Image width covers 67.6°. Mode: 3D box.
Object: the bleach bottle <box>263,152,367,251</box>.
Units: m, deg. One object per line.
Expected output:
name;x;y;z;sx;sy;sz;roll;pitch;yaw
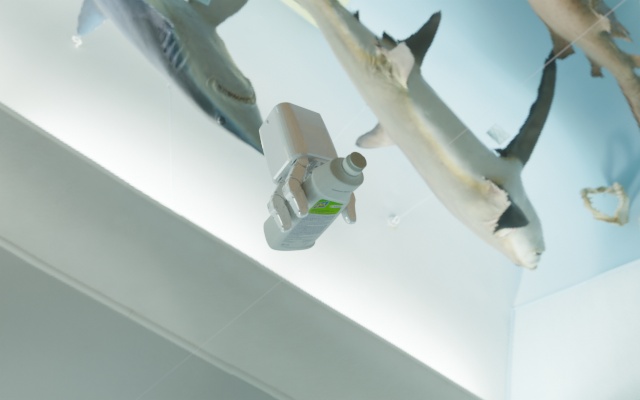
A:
bleach bottle;0.000;0.003;0.768;0.102;0.068;0.251;-1;-28;-34
